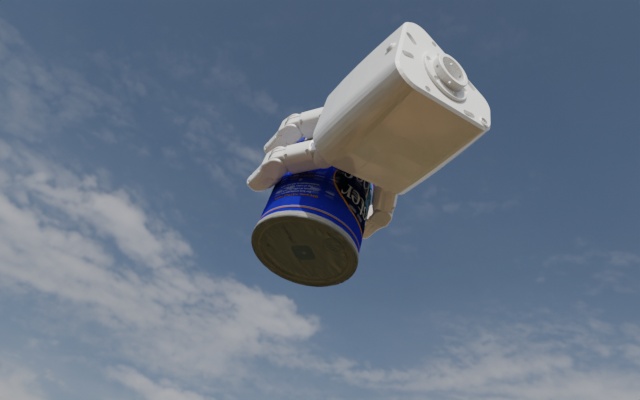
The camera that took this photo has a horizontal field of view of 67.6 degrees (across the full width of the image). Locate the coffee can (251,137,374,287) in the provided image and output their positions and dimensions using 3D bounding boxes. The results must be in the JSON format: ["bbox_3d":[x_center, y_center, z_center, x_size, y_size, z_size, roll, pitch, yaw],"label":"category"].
[{"bbox_3d":[0.000,0.002,0.490,0.103,0.103,0.140,0,44,18],"label":"coffee can"}]
